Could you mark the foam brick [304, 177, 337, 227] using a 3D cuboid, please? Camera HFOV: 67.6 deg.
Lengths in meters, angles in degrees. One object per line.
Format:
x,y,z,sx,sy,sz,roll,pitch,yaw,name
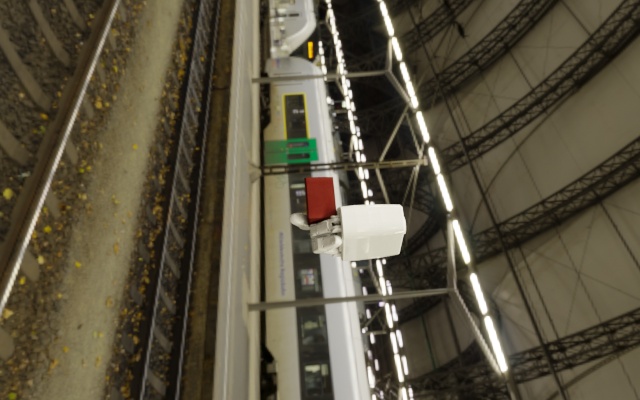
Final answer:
0.000,0.002,0.846,0.051,0.078,0.053,-5,-19,-1,foam brick
